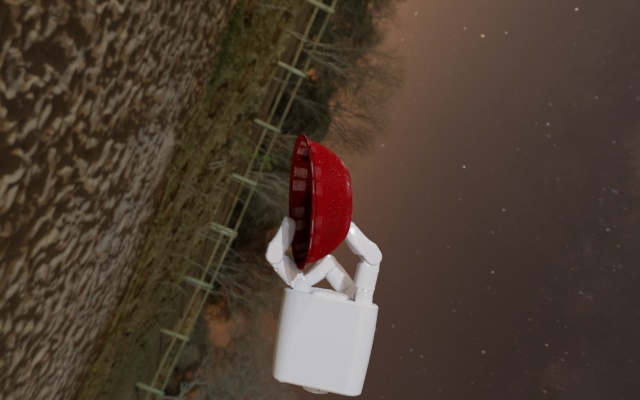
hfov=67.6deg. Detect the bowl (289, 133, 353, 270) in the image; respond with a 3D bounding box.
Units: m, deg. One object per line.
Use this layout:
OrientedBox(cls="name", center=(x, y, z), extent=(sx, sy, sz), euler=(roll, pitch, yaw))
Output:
OrientedBox(cls="bowl", center=(0.001, 0.001, 0.571), extent=(0.055, 0.162, 0.162), euler=(0, 0, -12))
